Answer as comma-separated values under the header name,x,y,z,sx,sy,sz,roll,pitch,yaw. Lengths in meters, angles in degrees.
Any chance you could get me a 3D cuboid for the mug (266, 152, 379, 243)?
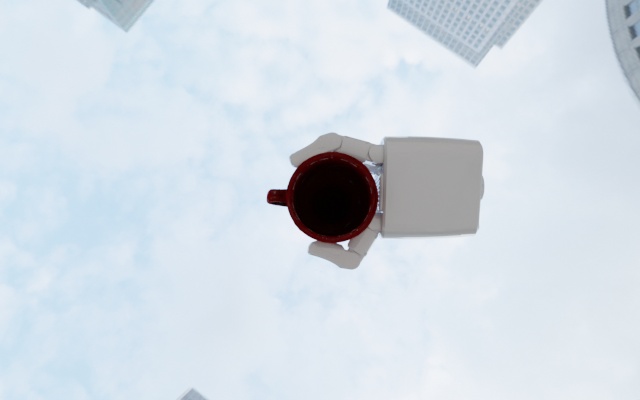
name,x,y,z,sx,sy,sz,roll,pitch,yaw
mug,-0.001,0.002,0.518,0.117,0.093,0.081,1,-8,1
